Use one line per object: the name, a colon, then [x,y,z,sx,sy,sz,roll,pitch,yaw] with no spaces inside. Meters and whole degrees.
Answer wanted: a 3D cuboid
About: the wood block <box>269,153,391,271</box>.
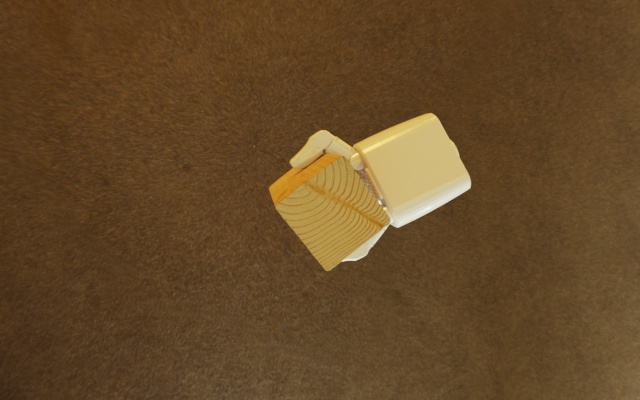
wood block: [0.000,0.001,0.590,0.090,0.091,0.206,-37,10,-2]
